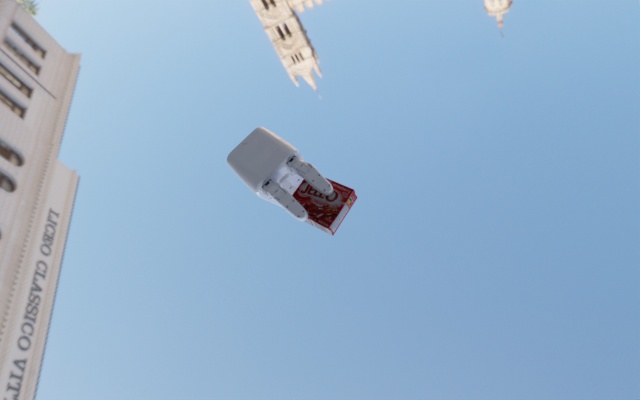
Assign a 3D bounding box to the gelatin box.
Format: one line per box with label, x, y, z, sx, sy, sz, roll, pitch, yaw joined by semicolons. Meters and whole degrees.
gelatin box;0.001;0.003;0.732;0.089;0.073;0.030;25;-18;30
